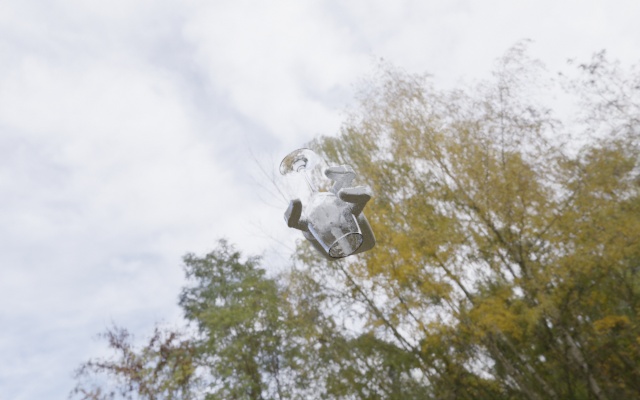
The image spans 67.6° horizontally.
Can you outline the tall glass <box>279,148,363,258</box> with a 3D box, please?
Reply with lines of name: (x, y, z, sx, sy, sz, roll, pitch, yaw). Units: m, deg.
tall glass: (0.000, 0.002, 0.813, 0.079, 0.079, 0.201, 0, 44, -35)
